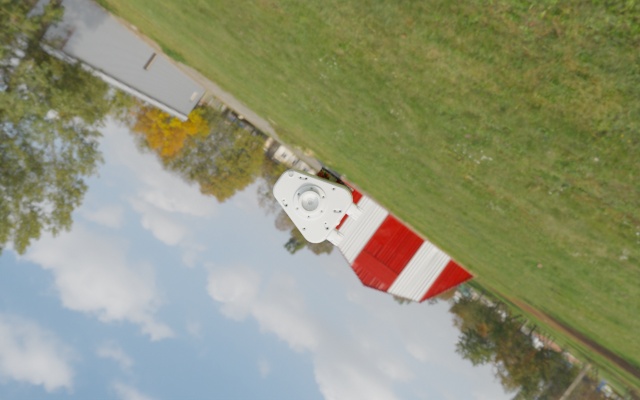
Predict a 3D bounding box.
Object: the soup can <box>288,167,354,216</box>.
[{"bbox_3d":[0.000,0.003,0.822,0.068,0.102,0.068,37,1,-1],"label":"soup can"}]
